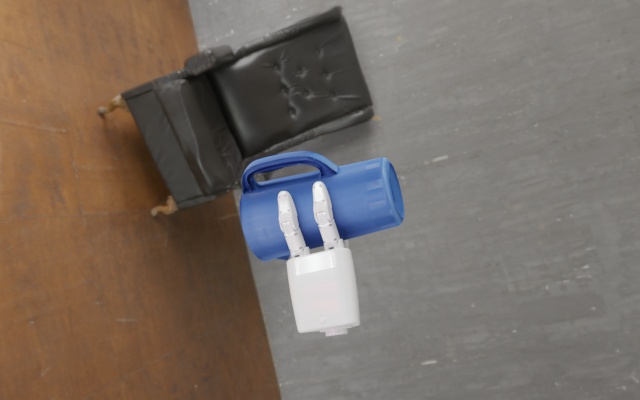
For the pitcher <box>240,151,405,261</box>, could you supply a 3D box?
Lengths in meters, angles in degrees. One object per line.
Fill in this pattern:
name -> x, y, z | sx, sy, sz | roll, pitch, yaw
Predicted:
pitcher -> 0.000, 0.003, 0.757 | 0.243, 0.145, 0.149 | -14, -17, 17
